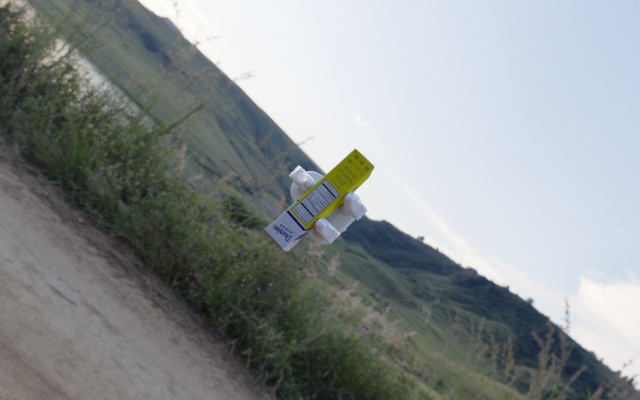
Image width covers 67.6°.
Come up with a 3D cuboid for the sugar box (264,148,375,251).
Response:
[{"bbox_3d":[0.001,0.003,0.707,0.176,0.048,0.093,-45,-6,-3],"label":"sugar box"}]
